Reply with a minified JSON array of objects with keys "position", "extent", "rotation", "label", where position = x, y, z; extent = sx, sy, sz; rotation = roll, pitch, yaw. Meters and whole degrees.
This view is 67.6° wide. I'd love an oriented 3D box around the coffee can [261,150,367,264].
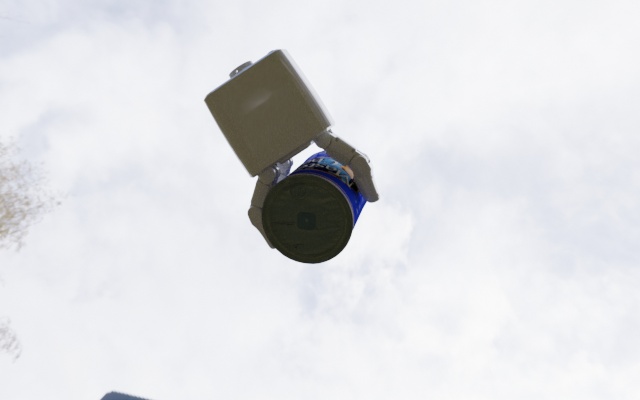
[{"position":[0.000,0.002,0.579],"extent":[0.103,0.103,0.140],"rotation":[0,17,14],"label":"coffee can"}]
